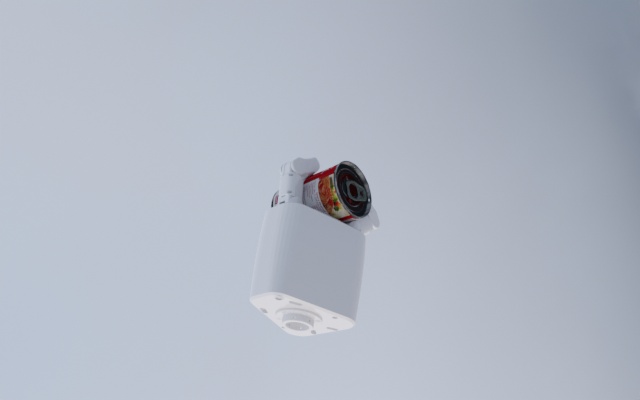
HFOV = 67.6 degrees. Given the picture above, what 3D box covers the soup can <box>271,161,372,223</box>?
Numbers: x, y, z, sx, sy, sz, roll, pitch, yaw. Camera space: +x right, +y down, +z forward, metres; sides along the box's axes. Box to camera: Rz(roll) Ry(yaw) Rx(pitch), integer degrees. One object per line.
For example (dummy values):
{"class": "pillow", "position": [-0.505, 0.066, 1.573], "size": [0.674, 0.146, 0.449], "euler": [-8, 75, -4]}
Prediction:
{"class": "soup can", "position": [0.000, 0.001, 0.566], "size": [0.102, 0.068, 0.068], "euler": [-21, -13, 35]}
